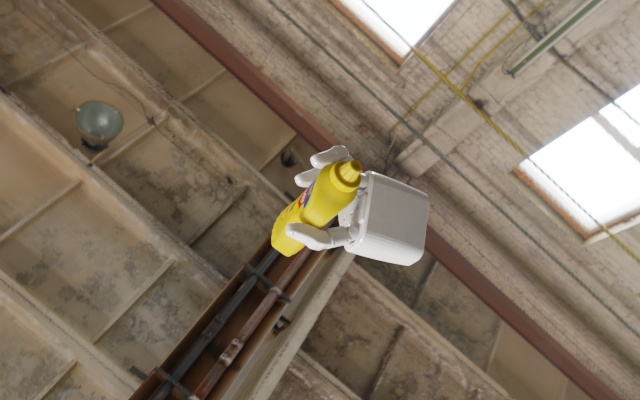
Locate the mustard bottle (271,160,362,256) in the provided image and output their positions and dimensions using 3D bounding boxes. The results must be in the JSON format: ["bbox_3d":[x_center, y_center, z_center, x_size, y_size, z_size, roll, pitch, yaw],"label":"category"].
[{"bbox_3d":[0.000,0.002,0.658,0.058,0.096,0.192,37,-41,-7],"label":"mustard bottle"}]
